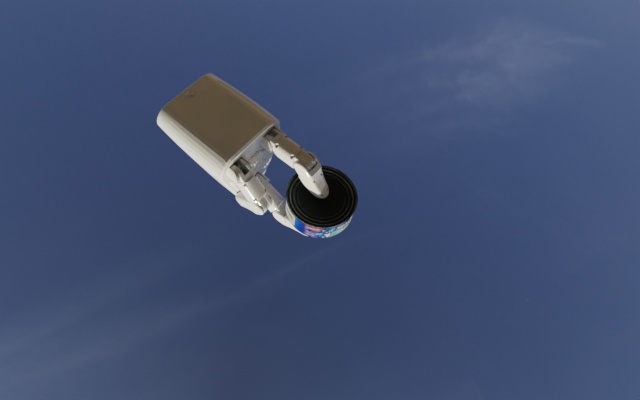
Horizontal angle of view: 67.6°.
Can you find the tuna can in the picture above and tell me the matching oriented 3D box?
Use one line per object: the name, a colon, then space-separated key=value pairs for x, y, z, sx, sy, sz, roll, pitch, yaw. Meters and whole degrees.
tuna can: x=0.000 y=0.002 z=0.578 sx=0.086 sy=0.086 sz=0.034 roll=0 pitch=-29 yaw=-7
